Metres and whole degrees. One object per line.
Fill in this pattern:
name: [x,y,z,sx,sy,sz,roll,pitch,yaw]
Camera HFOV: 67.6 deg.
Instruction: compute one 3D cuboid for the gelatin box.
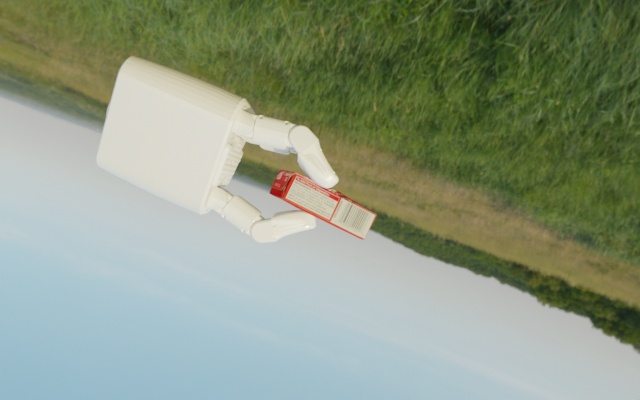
gelatin box: [0.000,0.002,0.456,0.089,0.030,0.073,27,-2,-14]
